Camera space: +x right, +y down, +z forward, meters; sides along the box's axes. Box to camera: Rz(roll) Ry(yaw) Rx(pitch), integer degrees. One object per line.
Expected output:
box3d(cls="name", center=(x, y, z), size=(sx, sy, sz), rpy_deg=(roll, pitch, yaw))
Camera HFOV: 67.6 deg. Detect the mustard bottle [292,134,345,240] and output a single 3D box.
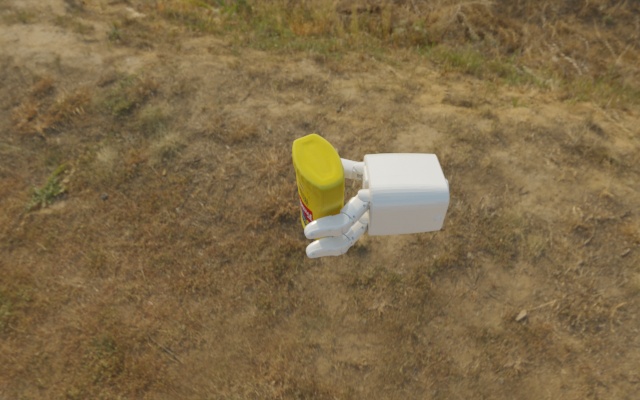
box3d(cls="mustard bottle", center=(0.000, 0.002, 0.679), size=(0.058, 0.096, 0.192), rpy_deg=(-22, -33, -13))
